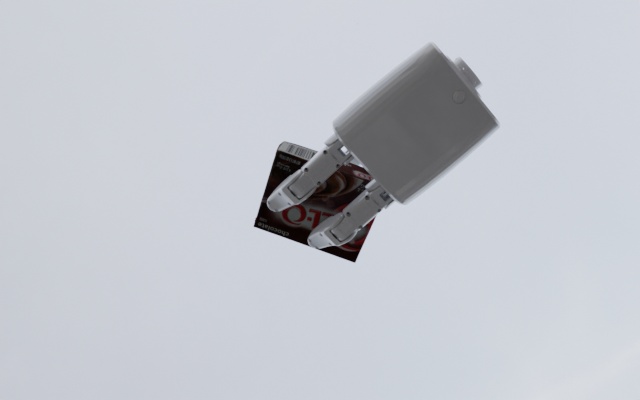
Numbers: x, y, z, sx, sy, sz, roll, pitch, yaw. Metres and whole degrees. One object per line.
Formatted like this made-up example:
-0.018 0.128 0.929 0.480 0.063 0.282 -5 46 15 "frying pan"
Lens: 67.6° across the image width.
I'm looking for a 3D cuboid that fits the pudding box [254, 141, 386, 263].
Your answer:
0.000 0.001 0.475 0.113 0.090 0.039 20 27 0 "pudding box"
